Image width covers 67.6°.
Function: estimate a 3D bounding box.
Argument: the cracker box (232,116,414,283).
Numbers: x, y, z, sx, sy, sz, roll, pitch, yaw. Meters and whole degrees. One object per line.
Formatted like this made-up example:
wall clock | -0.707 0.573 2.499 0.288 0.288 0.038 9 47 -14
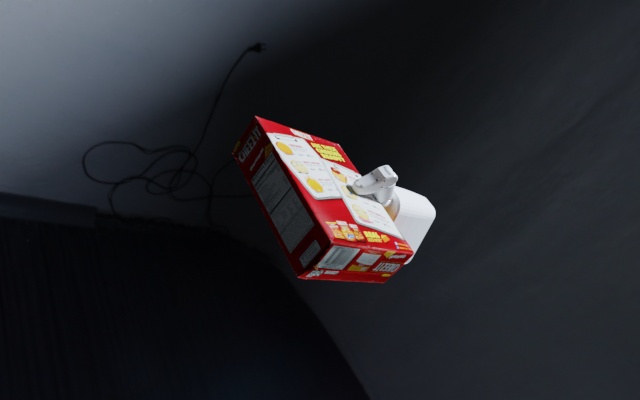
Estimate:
cracker box | 0.000 0.002 0.610 0.164 0.213 0.072 12 -54 -47
